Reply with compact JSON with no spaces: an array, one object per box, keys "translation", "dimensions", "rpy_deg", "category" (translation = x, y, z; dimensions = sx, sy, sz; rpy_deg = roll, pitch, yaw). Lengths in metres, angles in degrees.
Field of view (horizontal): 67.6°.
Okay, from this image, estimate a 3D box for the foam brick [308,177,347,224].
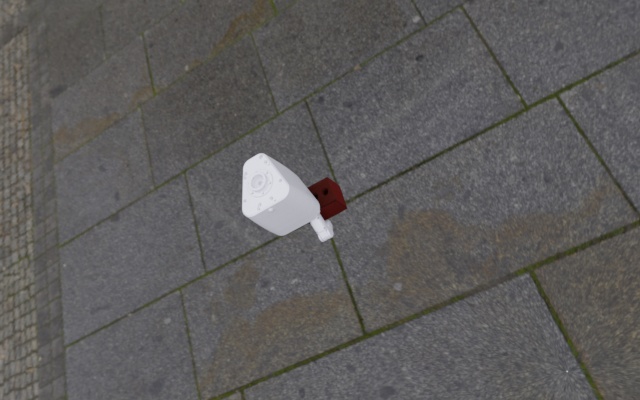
[{"translation":[0.000,0.003,0.881],"dimensions":[0.078,0.053,0.051],"rpy_deg":[-29,-31,15],"category":"foam brick"}]
